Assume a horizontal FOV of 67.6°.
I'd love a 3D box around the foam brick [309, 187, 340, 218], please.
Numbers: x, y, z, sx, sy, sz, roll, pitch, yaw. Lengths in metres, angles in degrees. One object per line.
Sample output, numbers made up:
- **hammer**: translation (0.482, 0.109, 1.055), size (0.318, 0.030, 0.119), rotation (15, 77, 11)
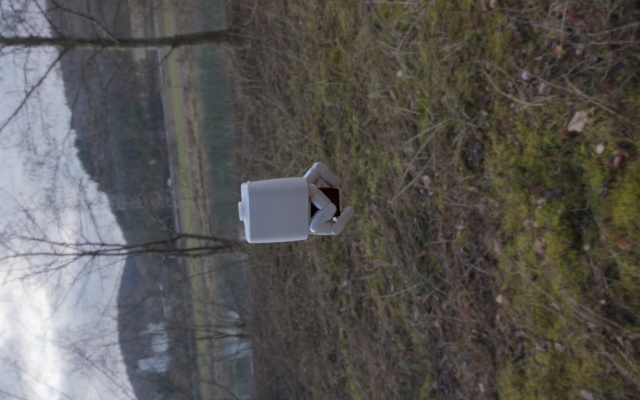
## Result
- **foam brick**: translation (0.000, 0.003, 0.890), size (0.051, 0.053, 0.078), rotation (-4, 4, -15)
